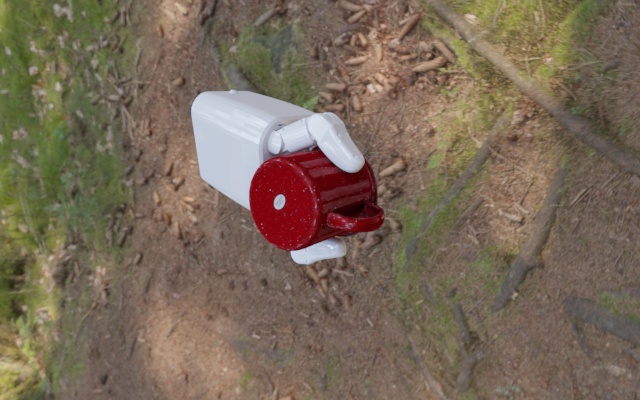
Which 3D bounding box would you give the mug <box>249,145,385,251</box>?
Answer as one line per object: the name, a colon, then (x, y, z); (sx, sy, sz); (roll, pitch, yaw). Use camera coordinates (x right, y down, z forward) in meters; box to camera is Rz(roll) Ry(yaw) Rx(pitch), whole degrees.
mug: (0.001, 0.002, 0.420); (0.117, 0.093, 0.081); (26, 26, 31)
